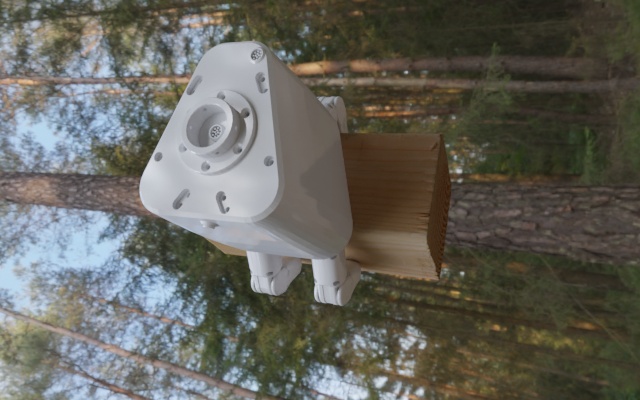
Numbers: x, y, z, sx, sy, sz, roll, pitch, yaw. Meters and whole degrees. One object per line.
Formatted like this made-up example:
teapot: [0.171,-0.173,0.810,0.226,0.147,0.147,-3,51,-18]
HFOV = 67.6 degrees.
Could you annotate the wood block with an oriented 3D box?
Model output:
wood block: [0.000,0.001,0.412,0.206,0.090,0.090,4,-25,22]
